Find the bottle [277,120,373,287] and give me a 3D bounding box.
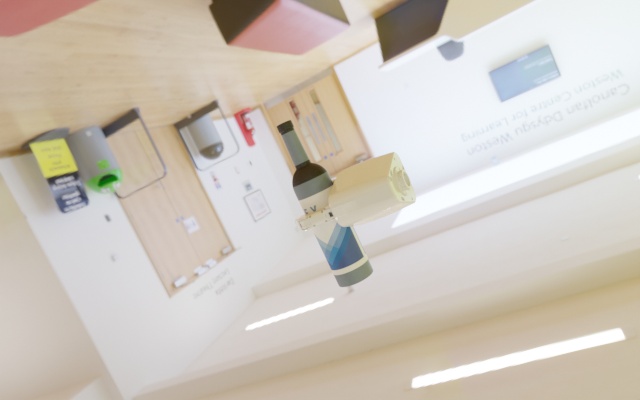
[{"bbox_3d":[0.000,0.003,0.817,0.069,0.296,0.069,-25,6,3],"label":"bottle"}]
